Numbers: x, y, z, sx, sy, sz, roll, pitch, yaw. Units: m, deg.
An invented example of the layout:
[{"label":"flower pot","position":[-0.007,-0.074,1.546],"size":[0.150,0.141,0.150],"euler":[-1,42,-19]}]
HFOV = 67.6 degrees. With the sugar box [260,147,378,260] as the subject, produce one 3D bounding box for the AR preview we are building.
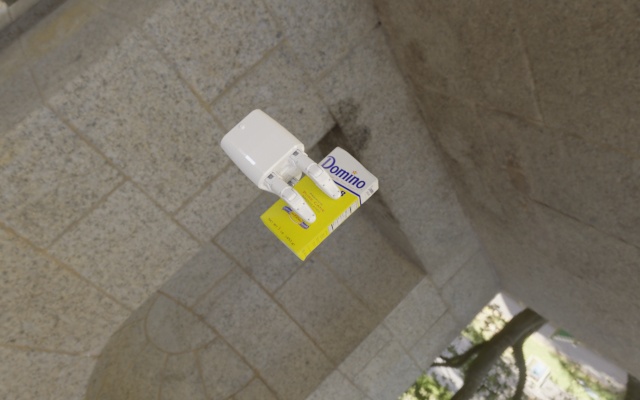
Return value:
[{"label":"sugar box","position":[0.000,0.002,0.768],"size":[0.093,0.176,0.048],"euler":[42,-9,20]}]
